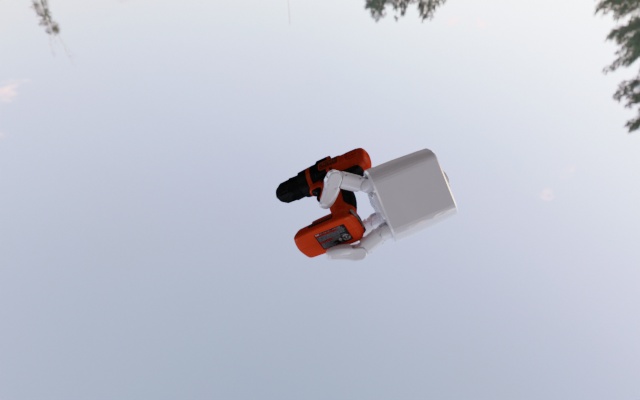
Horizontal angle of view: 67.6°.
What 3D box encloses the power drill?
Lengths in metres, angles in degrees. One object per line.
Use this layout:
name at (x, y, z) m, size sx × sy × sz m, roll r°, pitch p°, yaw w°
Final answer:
power drill at (0.000, 0.003, 0.786) m, size 0.184 × 0.187 × 0.057 m, roll -24°, pitch -53°, yaw 20°
